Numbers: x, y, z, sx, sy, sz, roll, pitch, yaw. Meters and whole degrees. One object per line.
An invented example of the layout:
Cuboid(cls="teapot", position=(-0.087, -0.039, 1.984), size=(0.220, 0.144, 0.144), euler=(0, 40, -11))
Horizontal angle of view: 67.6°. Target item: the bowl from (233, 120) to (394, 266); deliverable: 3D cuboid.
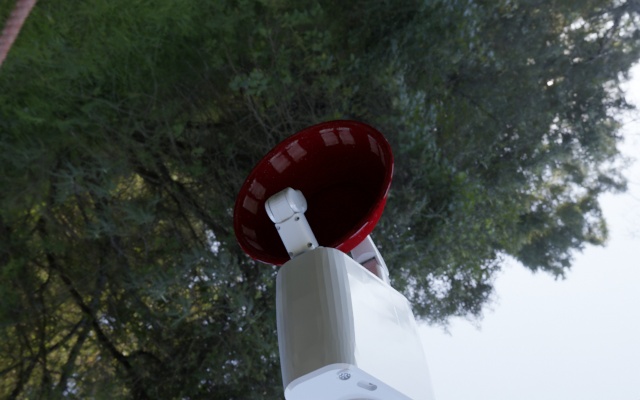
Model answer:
Cuboid(cls="bowl", position=(0.000, 0.001, 0.448), size=(0.162, 0.162, 0.055), euler=(0, -35, 33))
